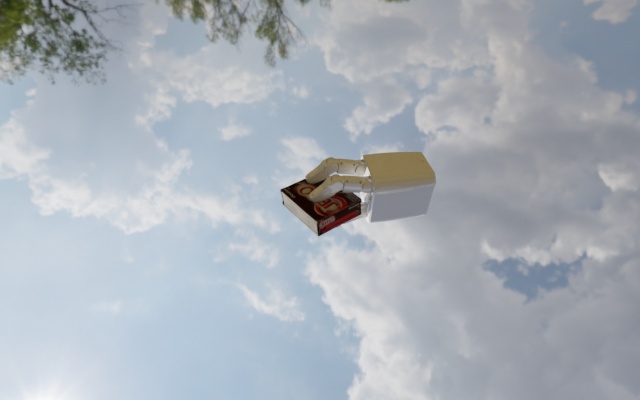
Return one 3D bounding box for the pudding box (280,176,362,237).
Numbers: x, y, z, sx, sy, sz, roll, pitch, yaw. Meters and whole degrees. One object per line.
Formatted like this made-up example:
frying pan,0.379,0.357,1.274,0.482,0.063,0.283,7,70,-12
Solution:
pudding box,0.000,0.003,0.799,0.090,0.039,0.113,-25,40,-27
